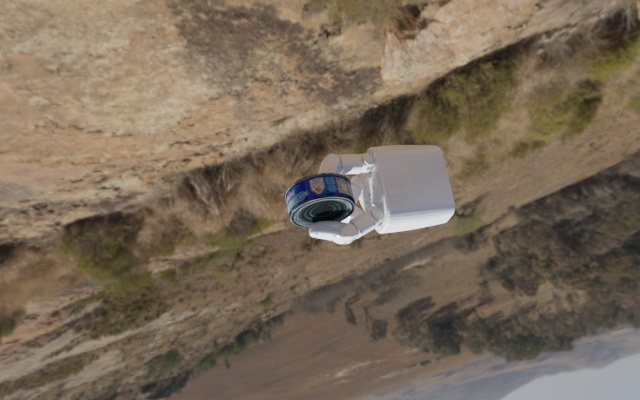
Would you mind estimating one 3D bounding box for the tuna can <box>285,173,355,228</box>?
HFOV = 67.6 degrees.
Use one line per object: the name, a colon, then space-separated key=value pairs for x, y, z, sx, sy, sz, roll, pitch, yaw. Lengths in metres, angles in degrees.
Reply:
tuna can: x=0.000 y=0.002 z=0.600 sx=0.086 sy=0.033 sz=0.086 roll=-9 pitch=-27 yaw=-5
